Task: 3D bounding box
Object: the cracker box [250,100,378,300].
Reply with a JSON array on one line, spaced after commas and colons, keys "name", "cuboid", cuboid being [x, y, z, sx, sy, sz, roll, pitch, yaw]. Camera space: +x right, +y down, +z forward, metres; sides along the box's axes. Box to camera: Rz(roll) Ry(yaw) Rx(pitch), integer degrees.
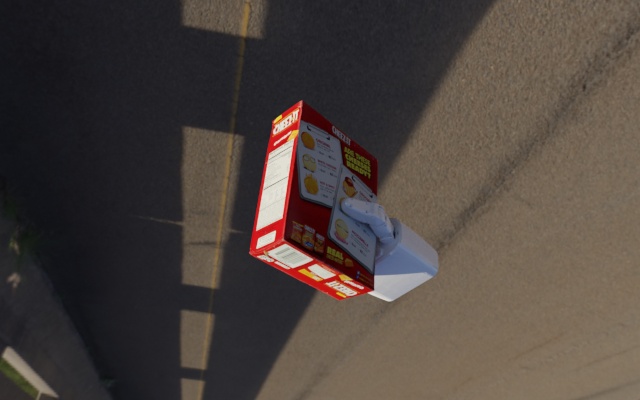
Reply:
[{"name": "cracker box", "cuboid": [0.000, 0.002, 0.634, 0.072, 0.213, 0.164, -25, -44, 37]}]
